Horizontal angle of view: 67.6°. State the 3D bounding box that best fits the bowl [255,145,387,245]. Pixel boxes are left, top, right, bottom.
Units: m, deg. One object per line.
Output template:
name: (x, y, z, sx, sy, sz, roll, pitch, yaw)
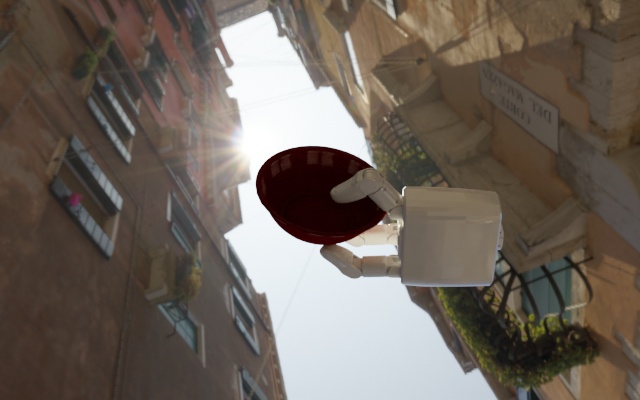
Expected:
bowl: (-0.001, 0.002, 0.581, 0.162, 0.055, 0.162, 7, 42, -6)
